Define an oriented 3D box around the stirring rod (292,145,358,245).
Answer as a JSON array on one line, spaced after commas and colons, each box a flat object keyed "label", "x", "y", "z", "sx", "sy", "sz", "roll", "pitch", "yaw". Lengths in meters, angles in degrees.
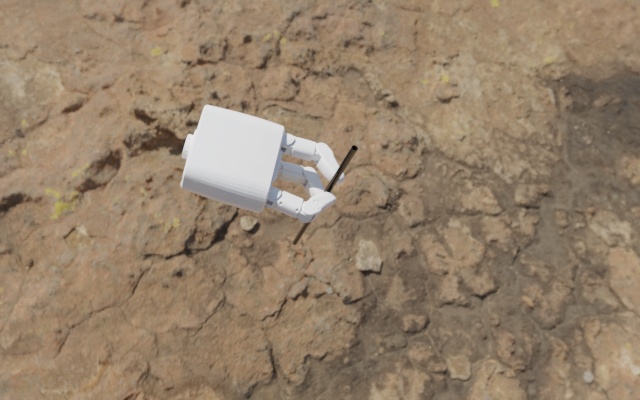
[{"label": "stirring rod", "x": 0.000, "y": 0.002, "z": 0.658, "sx": 0.011, "sy": 0.011, "sz": 0.240, "roll": 0, "pitch": -32, "yaw": -24}]
